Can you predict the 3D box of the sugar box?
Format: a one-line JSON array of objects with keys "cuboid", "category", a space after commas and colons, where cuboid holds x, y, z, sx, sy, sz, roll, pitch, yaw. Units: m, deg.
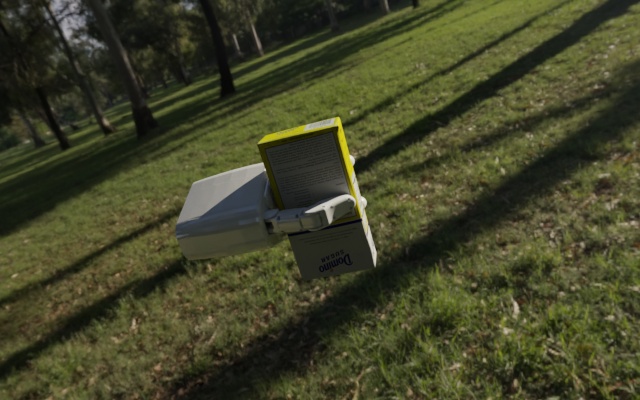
[{"cuboid": [0.000, 0.002, 0.554, 0.093, 0.176, 0.048, -12, 22, 13], "category": "sugar box"}]
